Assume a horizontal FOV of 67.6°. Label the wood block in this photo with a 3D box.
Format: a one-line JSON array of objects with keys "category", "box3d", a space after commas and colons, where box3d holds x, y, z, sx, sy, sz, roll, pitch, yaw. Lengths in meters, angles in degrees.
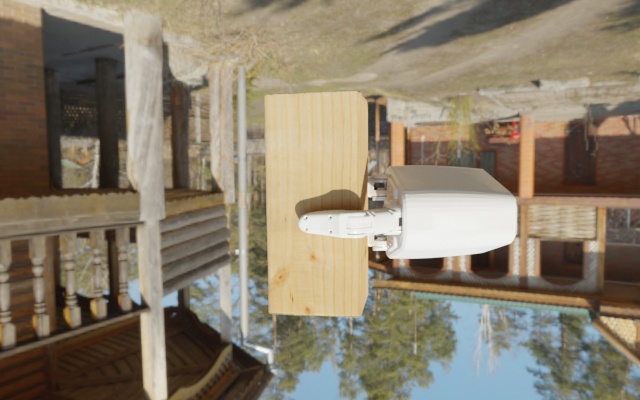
[{"category": "wood block", "box3d": [0.000, 0.002, 0.479, 0.090, 0.206, 0.091, 0, 4, 10]}]
